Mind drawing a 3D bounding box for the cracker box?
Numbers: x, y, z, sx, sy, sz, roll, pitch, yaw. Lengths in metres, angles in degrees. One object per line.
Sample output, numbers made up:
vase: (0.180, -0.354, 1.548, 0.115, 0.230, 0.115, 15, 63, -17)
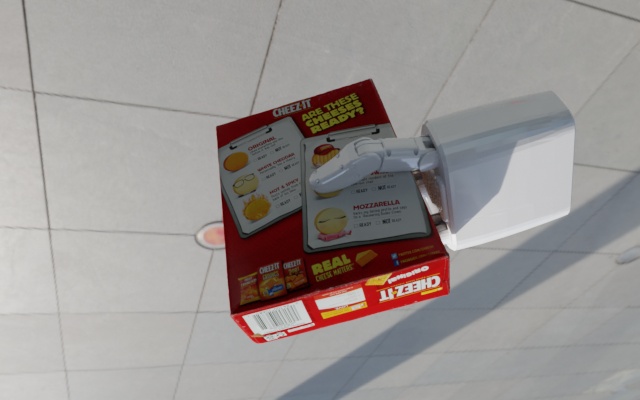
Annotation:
cracker box: (0.000, 0.001, 0.426, 0.164, 0.213, 0.072, -16, -40, 2)
